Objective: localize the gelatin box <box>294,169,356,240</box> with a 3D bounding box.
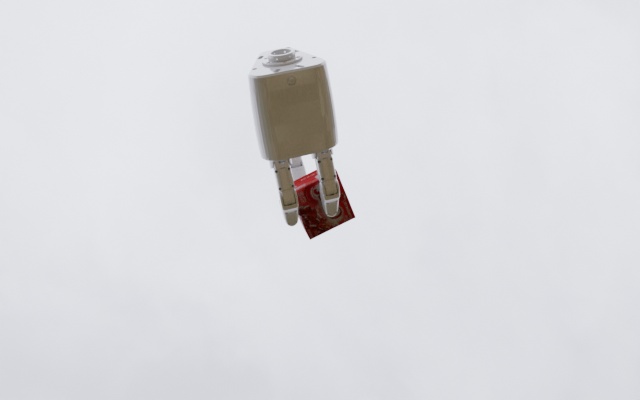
[{"bbox_3d":[0.000,0.002,0.658,0.073,0.089,0.030,-26,37,-4],"label":"gelatin box"}]
